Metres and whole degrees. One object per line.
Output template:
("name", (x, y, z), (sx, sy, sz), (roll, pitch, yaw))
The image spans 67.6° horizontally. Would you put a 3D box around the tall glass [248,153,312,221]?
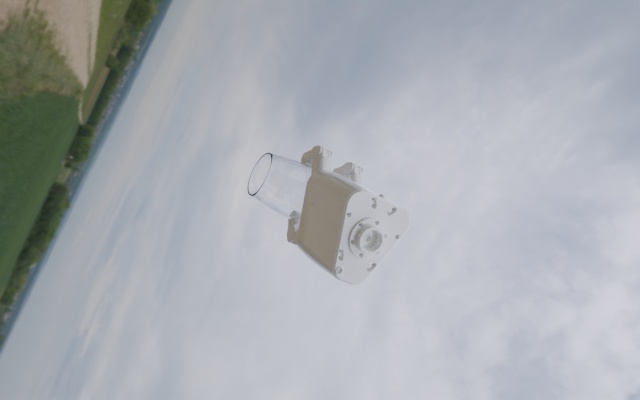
("tall glass", (0.001, 0.002, 0.671), (0.201, 0.079, 0.079), (25, -12, -27))
